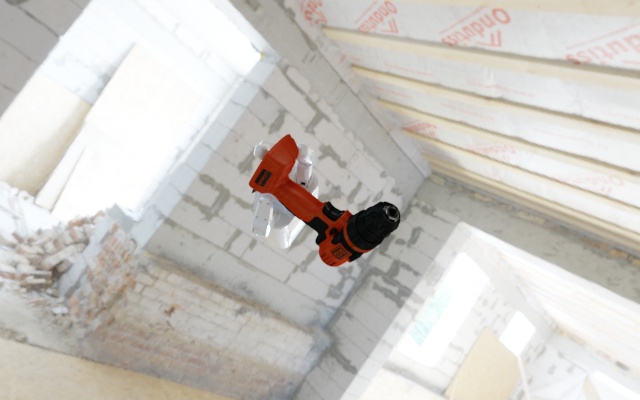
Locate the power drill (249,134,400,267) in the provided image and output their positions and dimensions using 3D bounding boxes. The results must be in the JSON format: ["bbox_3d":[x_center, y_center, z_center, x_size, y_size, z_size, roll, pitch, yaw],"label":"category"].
[{"bbox_3d":[0.000,0.002,0.638,0.057,0.187,0.184,-47,2,-34],"label":"power drill"}]
